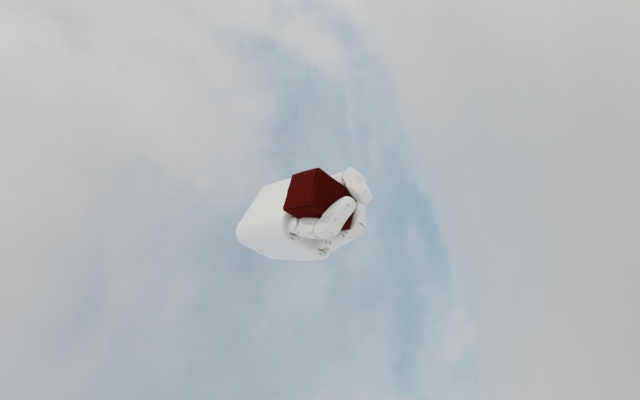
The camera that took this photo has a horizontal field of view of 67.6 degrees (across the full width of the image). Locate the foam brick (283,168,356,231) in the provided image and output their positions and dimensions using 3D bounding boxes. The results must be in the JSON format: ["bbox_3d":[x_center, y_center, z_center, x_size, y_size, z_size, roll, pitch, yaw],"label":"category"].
[{"bbox_3d":[0.000,0.002,0.606,0.051,0.053,0.078,-9,-32,43],"label":"foam brick"}]
